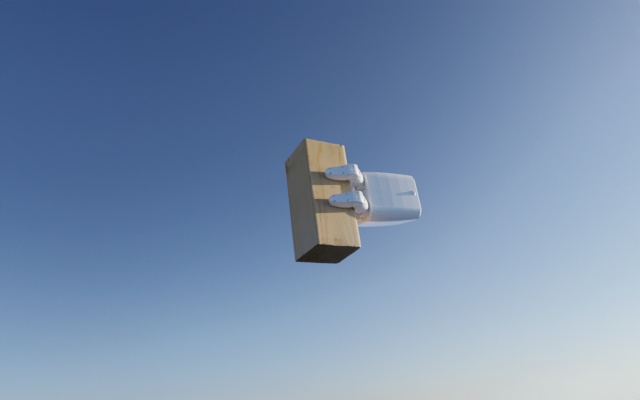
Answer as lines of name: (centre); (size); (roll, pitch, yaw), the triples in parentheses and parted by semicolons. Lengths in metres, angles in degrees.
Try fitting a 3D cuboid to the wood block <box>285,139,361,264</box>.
wood block: (0.000, 0.003, 0.876); (0.090, 0.206, 0.091); (6, -29, -27)
